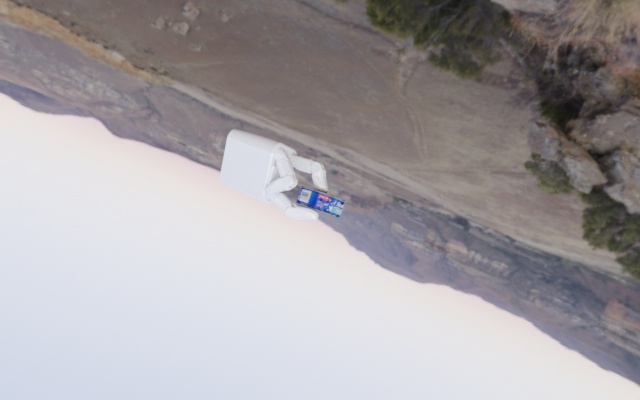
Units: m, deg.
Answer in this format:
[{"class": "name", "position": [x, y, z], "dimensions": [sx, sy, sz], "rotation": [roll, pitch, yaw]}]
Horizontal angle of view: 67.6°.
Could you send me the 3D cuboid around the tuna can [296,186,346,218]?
[{"class": "tuna can", "position": [0.000, 0.003, 0.871], "dimensions": [0.086, 0.034, 0.086], "rotation": [19, -2, 1]}]
